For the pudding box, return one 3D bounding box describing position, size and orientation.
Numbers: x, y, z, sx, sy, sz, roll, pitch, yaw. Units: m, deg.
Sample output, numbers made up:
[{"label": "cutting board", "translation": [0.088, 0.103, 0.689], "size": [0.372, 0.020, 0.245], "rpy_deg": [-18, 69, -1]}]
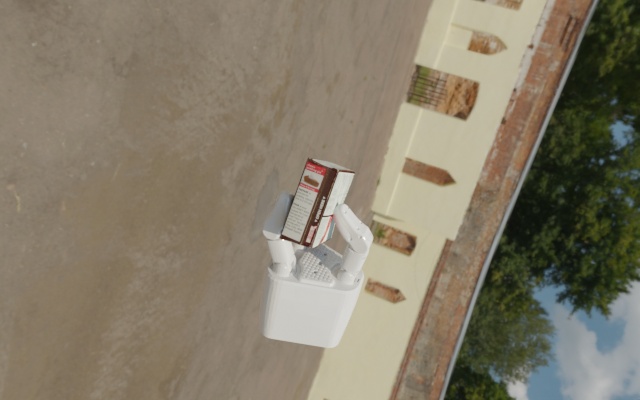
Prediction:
[{"label": "pudding box", "translation": [0.000, 0.002, 0.533], "size": [0.039, 0.090, 0.113], "rpy_deg": [20, 6, 10]}]
